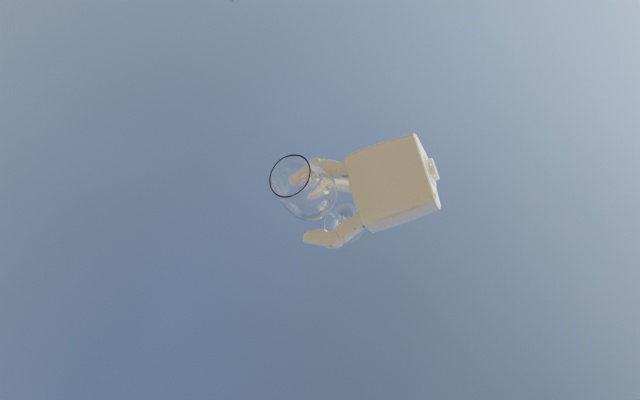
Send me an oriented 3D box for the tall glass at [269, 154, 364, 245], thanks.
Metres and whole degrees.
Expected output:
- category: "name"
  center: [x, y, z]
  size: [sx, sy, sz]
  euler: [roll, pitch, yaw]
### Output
- category: "tall glass"
  center: [0.000, 0.003, 0.705]
  size: [0.079, 0.079, 0.201]
  euler: [0, -20, 26]
